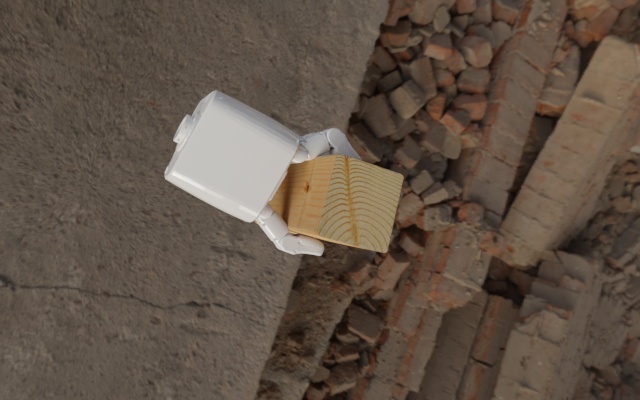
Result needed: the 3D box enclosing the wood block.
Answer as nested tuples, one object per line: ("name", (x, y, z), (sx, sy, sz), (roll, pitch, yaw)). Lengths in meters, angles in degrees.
("wood block", (0.000, 0.002, 0.597), (0.090, 0.091, 0.206), (16, -5, -25))
